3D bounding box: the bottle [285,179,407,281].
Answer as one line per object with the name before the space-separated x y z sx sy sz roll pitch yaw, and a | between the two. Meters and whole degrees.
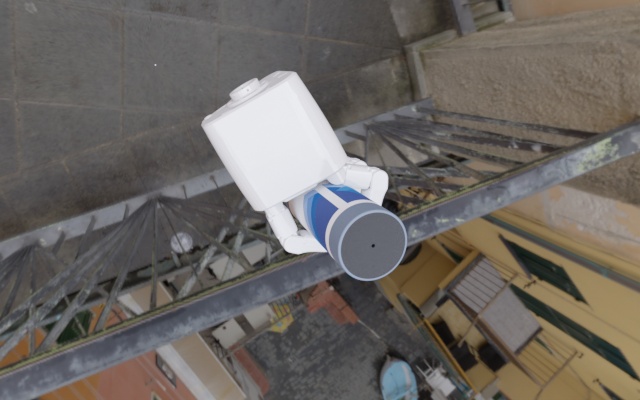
bottle | 0.000 0.002 0.551 0.069 0.069 0.295 0 15 -19
